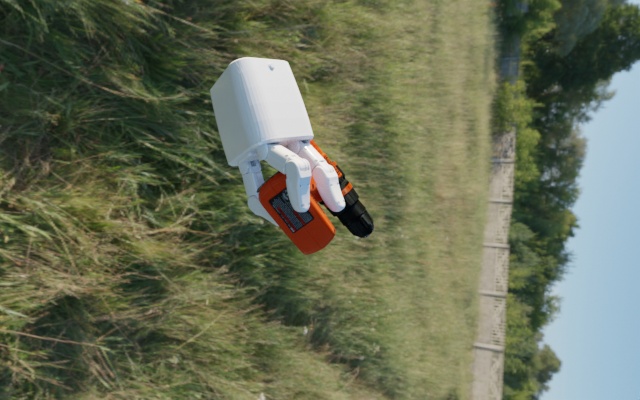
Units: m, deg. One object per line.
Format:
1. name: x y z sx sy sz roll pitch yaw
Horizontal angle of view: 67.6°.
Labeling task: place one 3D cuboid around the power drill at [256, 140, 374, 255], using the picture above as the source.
1. power drill: 0.000 0.002 0.653 0.057 0.184 0.187 -39 5 20
